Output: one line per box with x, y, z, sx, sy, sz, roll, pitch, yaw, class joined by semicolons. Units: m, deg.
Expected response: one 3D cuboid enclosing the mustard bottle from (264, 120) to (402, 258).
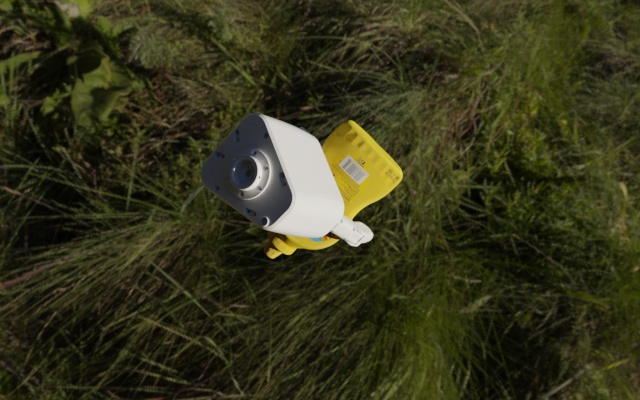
0.000;0.002;0.576;0.192;0.096;0.058;-45;2;15;mustard bottle
